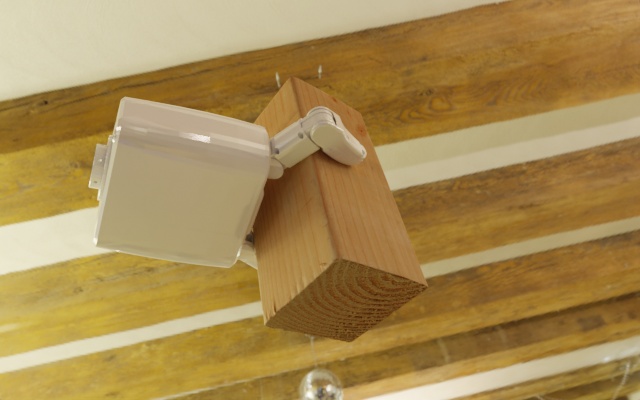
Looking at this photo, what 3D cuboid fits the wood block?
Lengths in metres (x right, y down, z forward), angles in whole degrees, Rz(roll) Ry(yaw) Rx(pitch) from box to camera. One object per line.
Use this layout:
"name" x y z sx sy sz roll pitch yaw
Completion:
"wood block" 0.000 0.001 0.408 0.090 0.206 0.091 22 -52 -34
